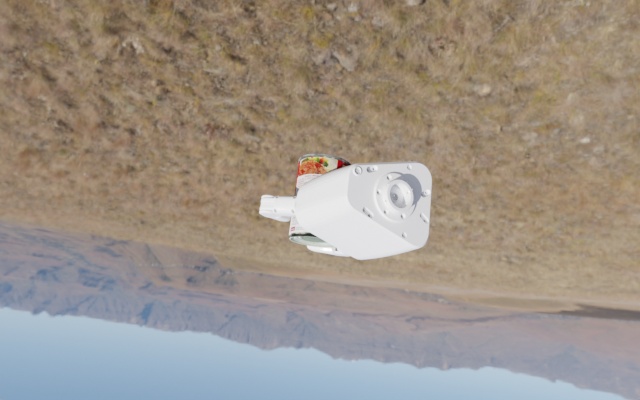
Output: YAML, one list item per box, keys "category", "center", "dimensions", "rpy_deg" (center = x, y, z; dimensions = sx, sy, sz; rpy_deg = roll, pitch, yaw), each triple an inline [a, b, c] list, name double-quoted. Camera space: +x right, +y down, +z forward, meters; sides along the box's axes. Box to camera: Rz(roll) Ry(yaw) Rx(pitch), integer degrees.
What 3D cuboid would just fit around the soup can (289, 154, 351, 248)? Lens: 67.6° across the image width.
- category: "soup can"
  center: [0.000, 0.002, 0.590]
  dimensions: [0.068, 0.102, 0.068]
  rpy_deg: [6, -15, 2]
